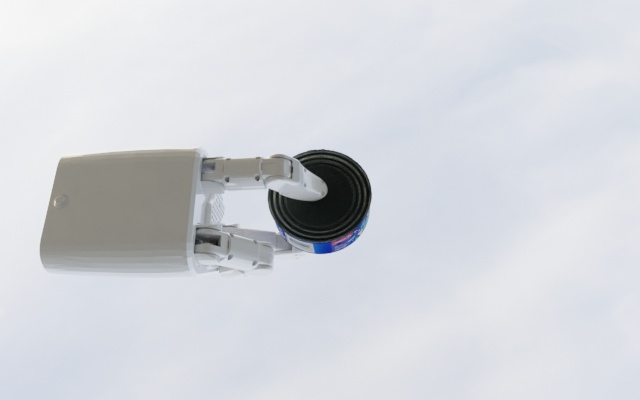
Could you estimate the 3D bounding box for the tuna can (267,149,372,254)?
[{"bbox_3d":[0.000,0.002,0.405,0.086,0.086,0.034,0,-26,4],"label":"tuna can"}]
